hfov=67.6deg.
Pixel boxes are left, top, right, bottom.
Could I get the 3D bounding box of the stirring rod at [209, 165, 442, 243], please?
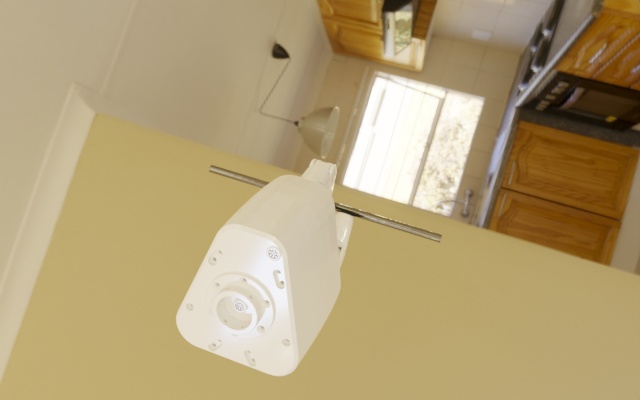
[{"bbox_3d":[0.000,0.002,0.471,0.239,0.011,0.011,17,3,10],"label":"stirring rod"}]
